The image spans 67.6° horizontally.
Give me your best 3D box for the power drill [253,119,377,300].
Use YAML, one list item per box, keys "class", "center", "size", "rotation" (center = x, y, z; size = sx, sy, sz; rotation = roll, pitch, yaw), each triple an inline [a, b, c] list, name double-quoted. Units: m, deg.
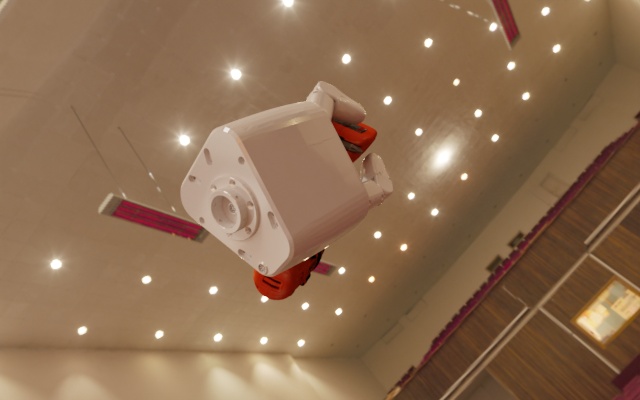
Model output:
- class: "power drill"
  center: [0.000, 0.001, 0.522]
  size: [0.057, 0.188, 0.184]
  rotation: [23, 16, 6]
